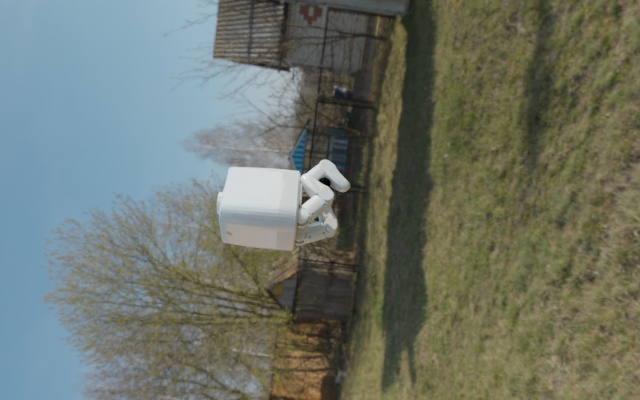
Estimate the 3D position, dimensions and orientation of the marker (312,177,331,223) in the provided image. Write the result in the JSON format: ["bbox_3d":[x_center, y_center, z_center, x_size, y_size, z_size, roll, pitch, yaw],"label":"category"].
[{"bbox_3d":[0.000,0.002,0.758,0.020,0.020,0.121,0,-32,-7],"label":"marker"}]
